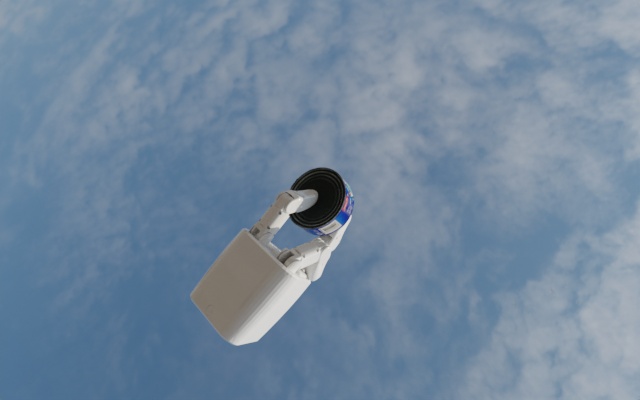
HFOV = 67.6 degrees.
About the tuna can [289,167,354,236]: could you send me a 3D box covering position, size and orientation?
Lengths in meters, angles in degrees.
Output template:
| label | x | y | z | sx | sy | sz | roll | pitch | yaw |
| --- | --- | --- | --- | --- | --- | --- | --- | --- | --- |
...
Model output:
| label | x | y | z | sx | sy | sz | roll | pitch | yaw |
| --- | --- | --- | --- | --- | --- | --- | --- | --- | --- |
| tuna can | 0.000 | 0.002 | 0.627 | 0.086 | 0.086 | 0.034 | 0 | -22 | 29 |
